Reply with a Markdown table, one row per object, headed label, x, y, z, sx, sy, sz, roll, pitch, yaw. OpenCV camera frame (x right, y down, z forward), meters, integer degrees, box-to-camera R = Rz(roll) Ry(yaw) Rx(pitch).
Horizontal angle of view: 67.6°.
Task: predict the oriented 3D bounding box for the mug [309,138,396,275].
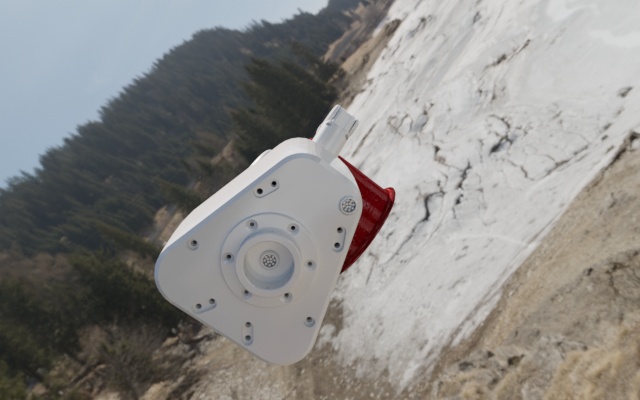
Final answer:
| label | x | y | z | sx | sy | sz | roll | pitch | yaw |
| --- | --- | --- | --- | --- | --- | --- | --- | --- | --- |
| mug | 0.000 | 0.001 | 0.407 | 0.081 | 0.093 | 0.117 | 37 | 4 | -8 |
